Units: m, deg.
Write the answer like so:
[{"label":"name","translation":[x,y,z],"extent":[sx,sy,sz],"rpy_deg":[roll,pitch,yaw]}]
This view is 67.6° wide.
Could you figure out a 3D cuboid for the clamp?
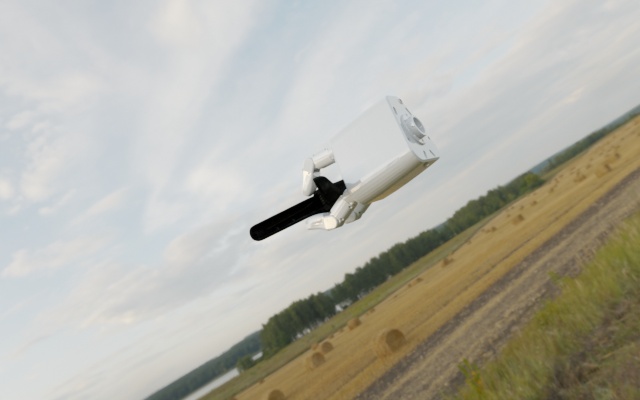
[{"label":"clamp","translation":[0.000,0.001,0.718],"extent":[0.164,0.036,0.210],"rpy_deg":[-33,-10,32]}]
